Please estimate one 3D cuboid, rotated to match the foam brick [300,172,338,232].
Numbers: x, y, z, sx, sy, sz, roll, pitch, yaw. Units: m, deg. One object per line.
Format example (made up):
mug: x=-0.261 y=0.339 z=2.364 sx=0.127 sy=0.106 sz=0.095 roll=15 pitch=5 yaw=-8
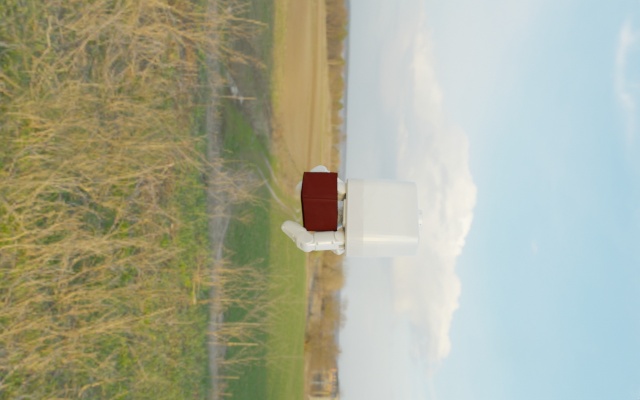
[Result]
foam brick: x=0.000 y=0.002 z=0.695 sx=0.051 sy=0.053 sz=0.078 roll=1 pitch=-40 yaw=3
